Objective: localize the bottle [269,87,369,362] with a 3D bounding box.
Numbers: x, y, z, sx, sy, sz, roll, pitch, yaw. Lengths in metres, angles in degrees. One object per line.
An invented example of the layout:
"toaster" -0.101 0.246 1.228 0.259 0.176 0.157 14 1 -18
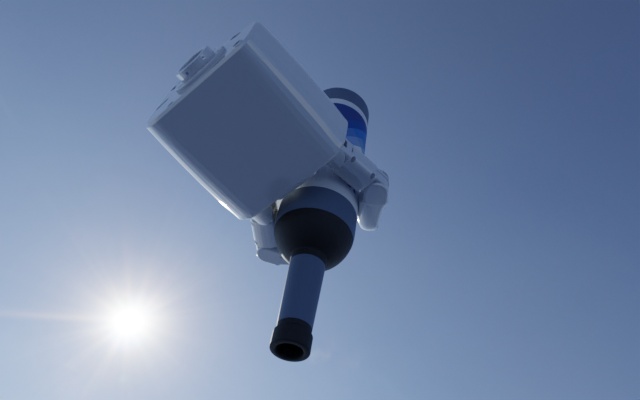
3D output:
"bottle" 0.000 0.001 0.418 0.069 0.069 0.295 0 41 10
